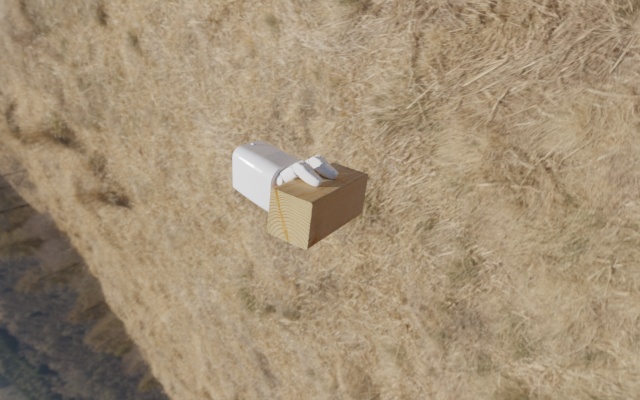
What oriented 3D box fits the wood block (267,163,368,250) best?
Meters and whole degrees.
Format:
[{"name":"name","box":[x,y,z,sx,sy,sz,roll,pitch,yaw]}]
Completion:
[{"name":"wood block","box":[0.000,0.003,0.897,0.090,0.091,0.206,21,27,26]}]
